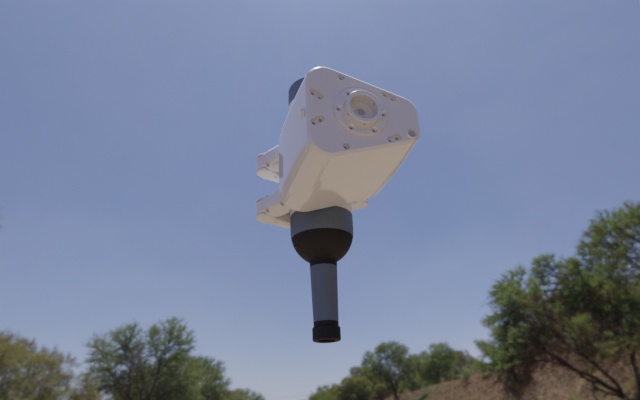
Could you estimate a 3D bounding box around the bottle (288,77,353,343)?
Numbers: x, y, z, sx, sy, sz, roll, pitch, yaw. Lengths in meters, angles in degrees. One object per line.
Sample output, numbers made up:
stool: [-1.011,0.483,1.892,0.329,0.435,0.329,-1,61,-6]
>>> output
bottle: [0.000,0.002,0.520,0.069,0.295,0.069,-2,-25,-1]
